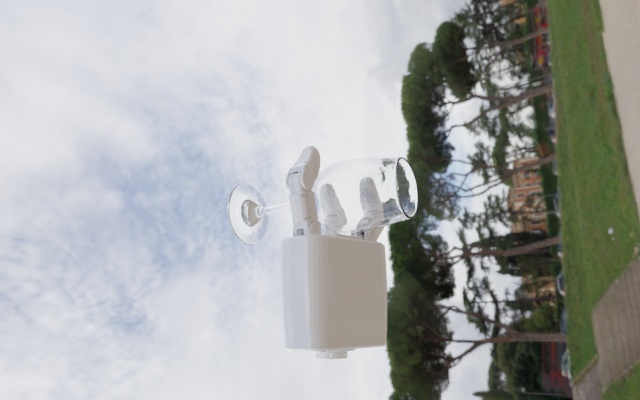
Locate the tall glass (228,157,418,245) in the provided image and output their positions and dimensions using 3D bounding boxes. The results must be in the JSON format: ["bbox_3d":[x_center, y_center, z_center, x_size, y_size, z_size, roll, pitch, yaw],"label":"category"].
[{"bbox_3d":[-0.001,0.002,0.518,0.201,0.079,0.079,-10,-5,29],"label":"tall glass"}]
